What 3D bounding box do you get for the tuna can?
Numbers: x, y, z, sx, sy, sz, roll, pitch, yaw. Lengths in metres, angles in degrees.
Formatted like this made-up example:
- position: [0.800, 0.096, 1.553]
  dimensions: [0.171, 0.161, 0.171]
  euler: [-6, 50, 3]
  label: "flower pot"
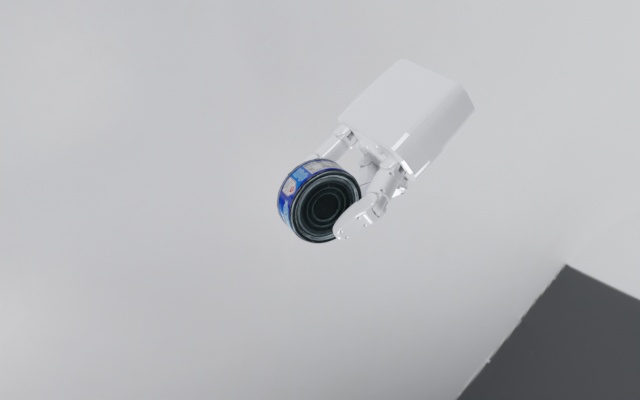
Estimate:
- position: [0.000, 0.002, 0.499]
  dimensions: [0.086, 0.086, 0.033]
  euler: [0, 24, -30]
  label: "tuna can"
